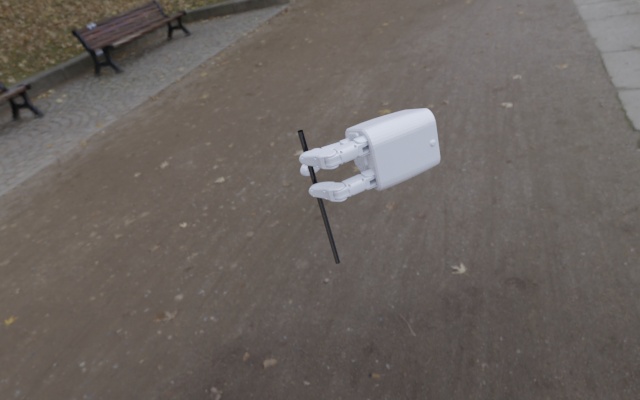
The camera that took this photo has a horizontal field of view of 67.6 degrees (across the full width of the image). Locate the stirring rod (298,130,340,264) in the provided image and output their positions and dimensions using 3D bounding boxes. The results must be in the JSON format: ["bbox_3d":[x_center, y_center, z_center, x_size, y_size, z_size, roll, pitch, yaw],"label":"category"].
[{"bbox_3d":[0.000,0.002,0.733,0.011,0.240,0.011,-12,30,7],"label":"stirring rod"}]
